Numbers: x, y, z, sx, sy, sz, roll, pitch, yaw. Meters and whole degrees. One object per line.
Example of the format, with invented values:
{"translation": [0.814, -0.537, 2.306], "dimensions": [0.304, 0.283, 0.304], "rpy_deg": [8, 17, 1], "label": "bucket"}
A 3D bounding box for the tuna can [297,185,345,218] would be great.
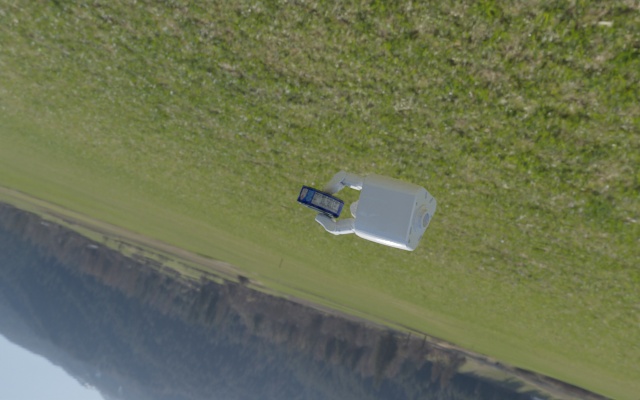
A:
{"translation": [0.000, 0.003, 0.891], "dimensions": [0.086, 0.034, 0.086], "rpy_deg": [22, -4, 2], "label": "tuna can"}
